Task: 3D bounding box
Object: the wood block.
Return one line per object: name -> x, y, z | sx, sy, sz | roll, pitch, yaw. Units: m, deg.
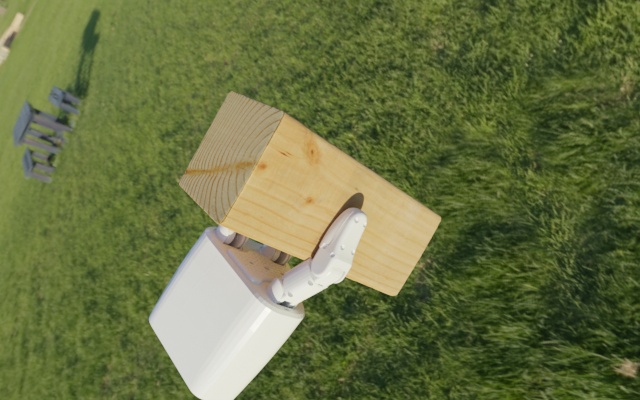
wood block -> 0.000, 0.002, 0.416 | 0.206, 0.090, 0.090 | 28, 3, -40
